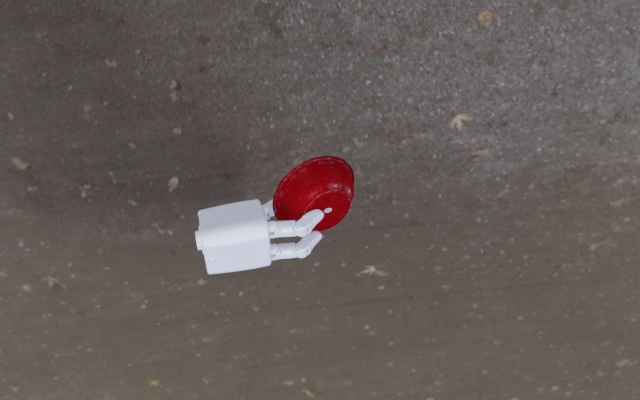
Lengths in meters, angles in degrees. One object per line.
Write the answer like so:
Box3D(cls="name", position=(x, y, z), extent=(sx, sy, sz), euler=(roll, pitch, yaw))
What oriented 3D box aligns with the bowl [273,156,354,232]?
Box3D(cls="bowl", position=(0.002, 0.002, 0.837), extent=(0.162, 0.162, 0.055), euler=(0, 38, -34))
